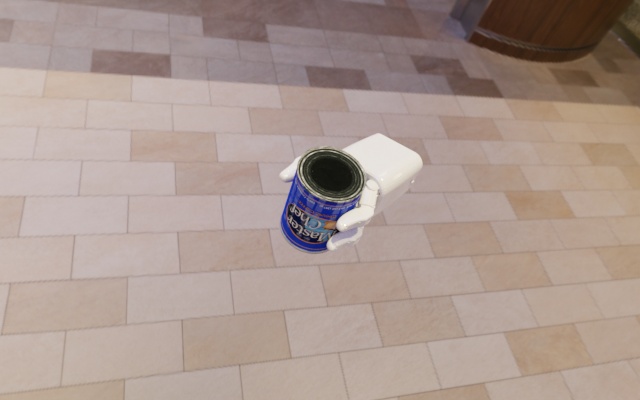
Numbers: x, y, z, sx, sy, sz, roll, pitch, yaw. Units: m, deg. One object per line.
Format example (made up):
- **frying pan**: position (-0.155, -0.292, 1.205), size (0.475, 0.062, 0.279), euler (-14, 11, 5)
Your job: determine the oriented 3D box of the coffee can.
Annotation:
- **coffee can**: position (0.000, 0.003, 0.726), size (0.103, 0.102, 0.140), euler (0, -36, -17)
